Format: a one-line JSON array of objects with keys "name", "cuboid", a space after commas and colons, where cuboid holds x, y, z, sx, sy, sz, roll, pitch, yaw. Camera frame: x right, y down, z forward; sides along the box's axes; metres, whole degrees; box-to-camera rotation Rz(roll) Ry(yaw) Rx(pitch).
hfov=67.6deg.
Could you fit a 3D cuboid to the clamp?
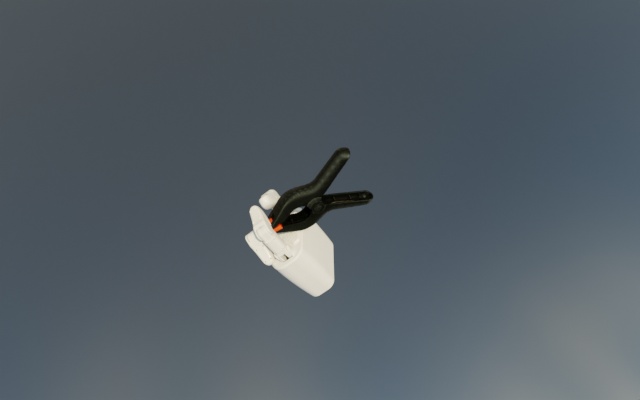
[{"name": "clamp", "cuboid": [0.000, 0.003, 0.741, 0.171, 0.039, 0.120, -35, -52, 11]}]
